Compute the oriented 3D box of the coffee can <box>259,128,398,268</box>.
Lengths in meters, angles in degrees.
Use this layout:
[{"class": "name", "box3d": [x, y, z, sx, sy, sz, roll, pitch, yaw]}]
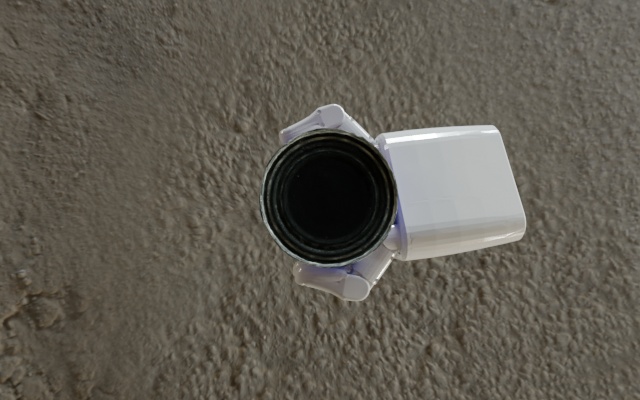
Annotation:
[{"class": "coffee can", "box3d": [0.000, 0.001, 0.415, 0.103, 0.103, 0.140, 0, -3, -5]}]
